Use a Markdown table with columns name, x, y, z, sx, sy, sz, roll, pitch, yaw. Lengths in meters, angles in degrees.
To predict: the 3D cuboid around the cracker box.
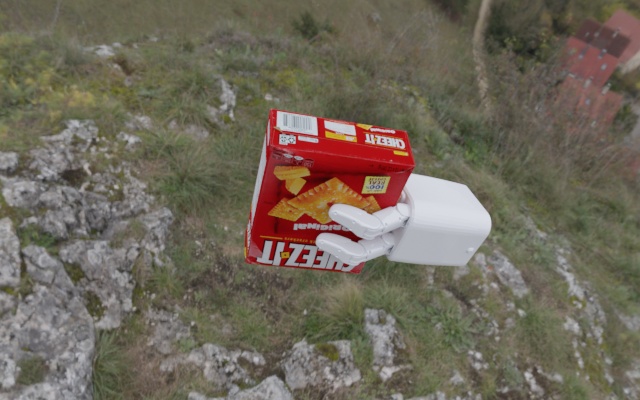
| name | x | y | z | sx | sy | sz | roll | pitch | yaw |
| --- | --- | --- | --- | --- | --- | --- | --- | --- | --- |
| cracker box | 0.000 | 0.002 | 0.595 | 0.164 | 0.072 | 0.214 | 8 | -45 | -12 |
